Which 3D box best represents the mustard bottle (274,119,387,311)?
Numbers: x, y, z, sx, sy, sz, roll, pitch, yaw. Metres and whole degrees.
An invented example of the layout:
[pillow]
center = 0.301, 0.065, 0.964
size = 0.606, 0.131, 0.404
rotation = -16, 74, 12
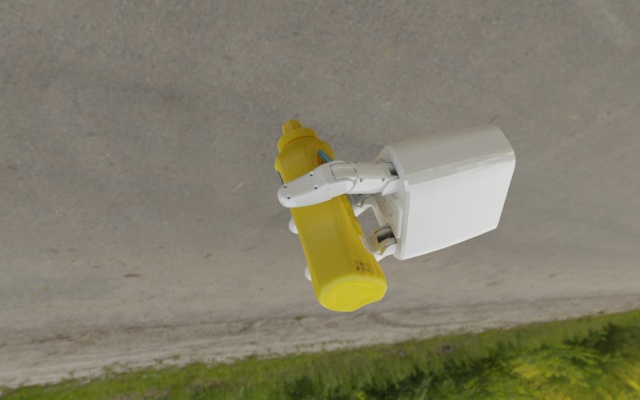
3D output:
[mustard bottle]
center = 0.000, 0.002, 0.442
size = 0.058, 0.191, 0.096
rotation = -26, -28, 11
